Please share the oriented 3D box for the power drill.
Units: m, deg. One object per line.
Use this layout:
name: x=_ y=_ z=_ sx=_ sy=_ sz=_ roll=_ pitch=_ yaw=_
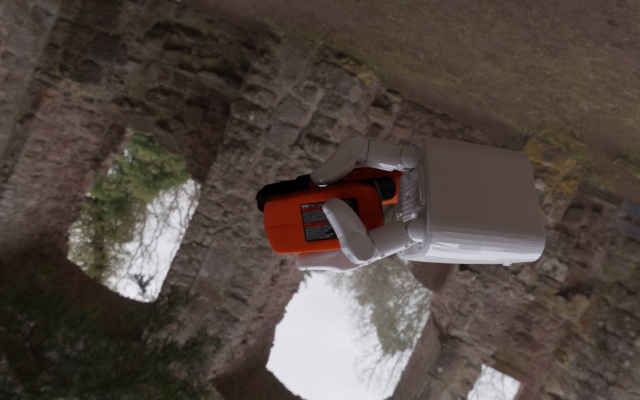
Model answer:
power drill: x=0.000 y=0.002 z=0.505 sx=0.184 sy=0.057 sz=0.187 roll=-9 pitch=11 yaw=11
